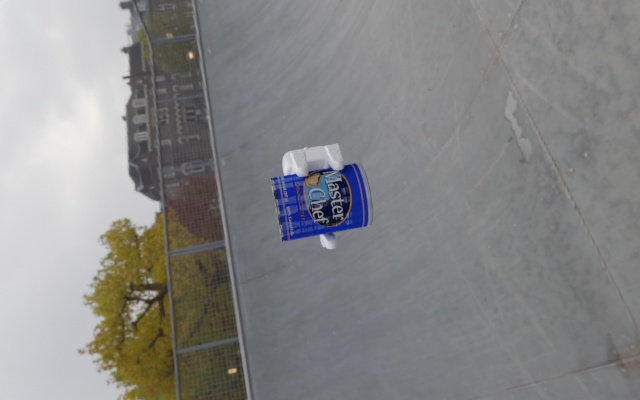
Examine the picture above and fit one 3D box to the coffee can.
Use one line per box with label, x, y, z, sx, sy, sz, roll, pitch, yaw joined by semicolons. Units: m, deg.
coffee can;0.000;0.003;0.740;0.140;0.103;0.103;-10;1;-6
